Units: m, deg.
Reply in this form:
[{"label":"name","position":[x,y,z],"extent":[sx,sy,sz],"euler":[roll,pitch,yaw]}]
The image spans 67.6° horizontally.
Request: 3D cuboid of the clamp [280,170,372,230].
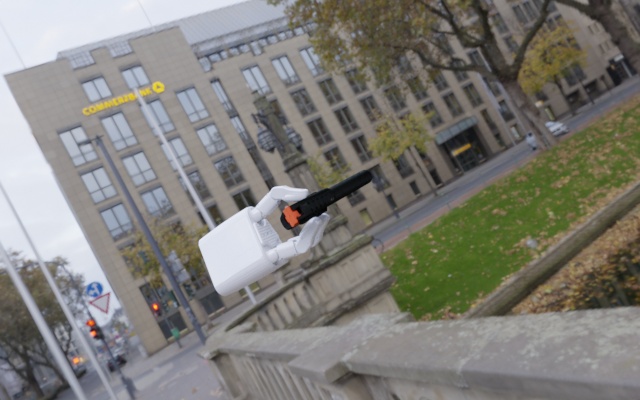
[{"label":"clamp","position":[-0.001,0.002,0.760],"extent":[0.164,0.036,0.210],"euler":[-33,-4,14]}]
